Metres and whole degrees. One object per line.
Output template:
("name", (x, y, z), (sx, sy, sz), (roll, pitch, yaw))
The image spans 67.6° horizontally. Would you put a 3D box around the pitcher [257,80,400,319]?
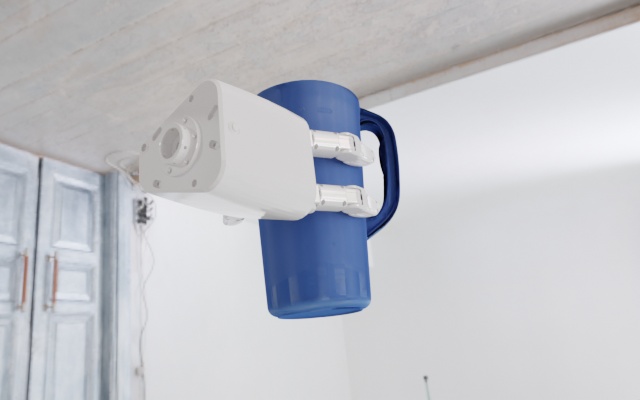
("pitcher", (0.000, 0.002, 0.529), (0.149, 0.242, 0.145), (-17, -21, 32))
